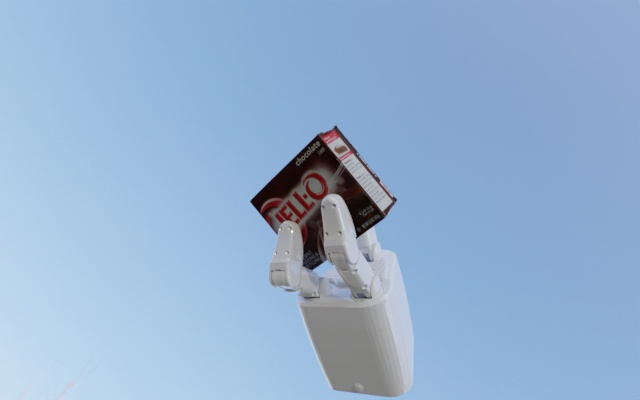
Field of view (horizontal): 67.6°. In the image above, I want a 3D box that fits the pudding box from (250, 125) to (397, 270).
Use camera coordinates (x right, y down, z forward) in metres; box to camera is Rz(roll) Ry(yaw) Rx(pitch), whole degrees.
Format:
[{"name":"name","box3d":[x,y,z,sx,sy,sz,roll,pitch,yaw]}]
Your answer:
[{"name":"pudding box","box3d":[0.000,0.001,0.436,0.113,0.090,0.039,-40,-1,36]}]
